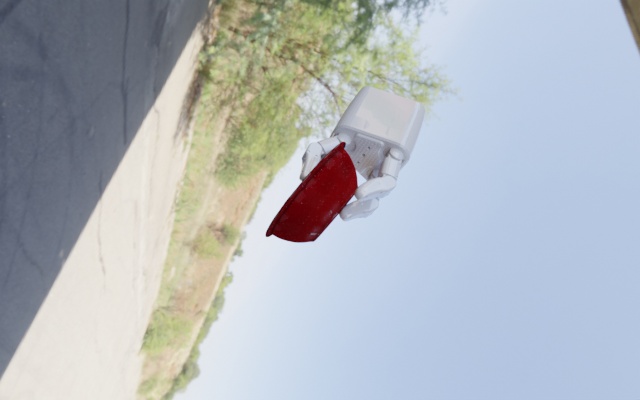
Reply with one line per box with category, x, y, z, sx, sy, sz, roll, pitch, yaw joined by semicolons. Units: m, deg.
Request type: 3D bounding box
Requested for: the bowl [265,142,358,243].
bowl;0.000;0.003;0.625;0.055;0.162;0.162;40;3;4
